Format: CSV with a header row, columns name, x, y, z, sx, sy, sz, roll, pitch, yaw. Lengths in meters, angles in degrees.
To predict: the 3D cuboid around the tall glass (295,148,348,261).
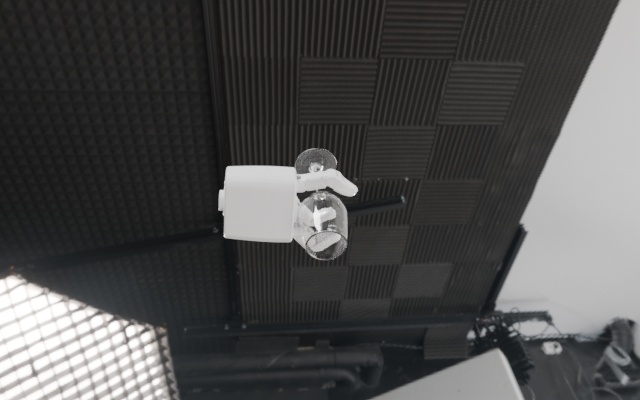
name,x,y,z,sx,sy,sz,roll,pitch,yaw
tall glass,0.000,0.002,0.767,0.079,0.079,0.200,0,40,-7
